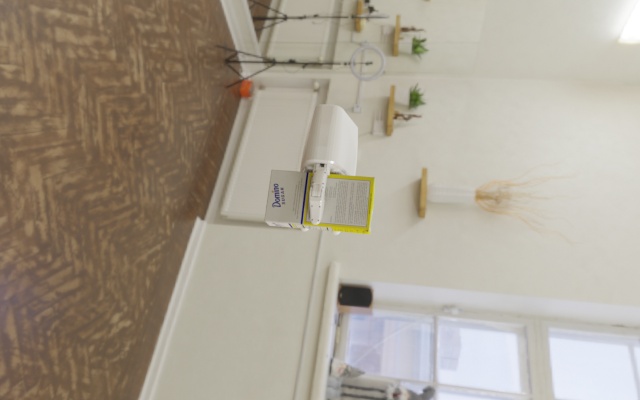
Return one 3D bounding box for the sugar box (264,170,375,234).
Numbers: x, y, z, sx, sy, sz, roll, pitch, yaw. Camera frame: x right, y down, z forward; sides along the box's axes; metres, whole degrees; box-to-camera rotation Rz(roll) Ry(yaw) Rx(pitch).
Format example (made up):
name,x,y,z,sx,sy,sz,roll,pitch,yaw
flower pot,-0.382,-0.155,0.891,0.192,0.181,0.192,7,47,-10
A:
name,x,y,z,sx,sy,sz,roll,pitch,yaw
sugar box,0.000,0.003,0.804,0.176,0.093,0.048,5,-14,9
